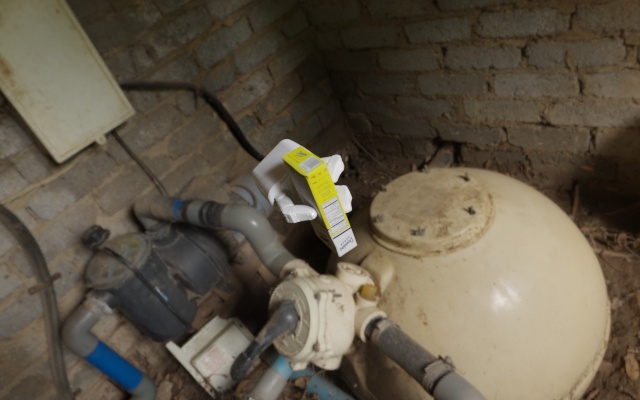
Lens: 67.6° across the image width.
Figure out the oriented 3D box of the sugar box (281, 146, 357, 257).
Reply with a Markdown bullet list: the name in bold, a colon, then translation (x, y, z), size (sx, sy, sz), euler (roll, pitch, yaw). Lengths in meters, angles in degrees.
- **sugar box**: translation (0.000, 0.002, 0.803), size (0.048, 0.176, 0.093), euler (-33, 35, -12)
